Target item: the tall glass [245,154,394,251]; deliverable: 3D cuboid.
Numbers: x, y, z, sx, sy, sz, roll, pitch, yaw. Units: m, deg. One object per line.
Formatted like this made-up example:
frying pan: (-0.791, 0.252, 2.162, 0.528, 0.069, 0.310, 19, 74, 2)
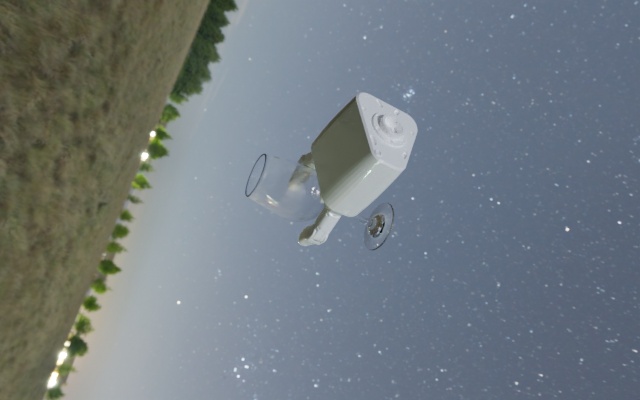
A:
tall glass: (0.001, 0.003, 0.662, 0.201, 0.079, 0.079, 22, -8, -21)
